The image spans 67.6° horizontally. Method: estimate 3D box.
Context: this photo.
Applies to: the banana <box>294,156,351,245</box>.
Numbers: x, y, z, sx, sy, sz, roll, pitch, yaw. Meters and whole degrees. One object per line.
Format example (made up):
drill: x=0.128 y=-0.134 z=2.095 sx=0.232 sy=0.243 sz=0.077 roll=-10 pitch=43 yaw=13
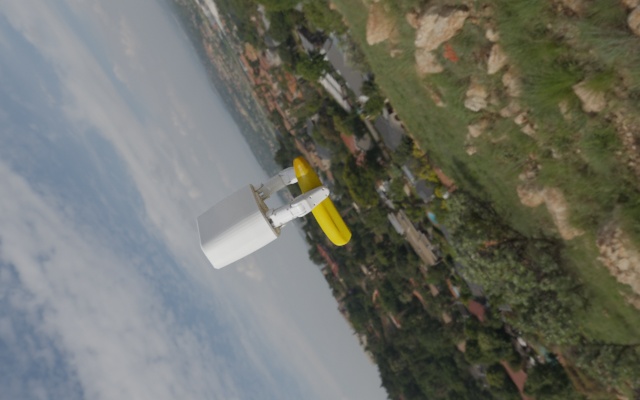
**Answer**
banana: x=0.007 y=0.016 z=0.763 sx=0.037 sy=0.198 sz=0.069 roll=-30 pitch=42 yaw=3
